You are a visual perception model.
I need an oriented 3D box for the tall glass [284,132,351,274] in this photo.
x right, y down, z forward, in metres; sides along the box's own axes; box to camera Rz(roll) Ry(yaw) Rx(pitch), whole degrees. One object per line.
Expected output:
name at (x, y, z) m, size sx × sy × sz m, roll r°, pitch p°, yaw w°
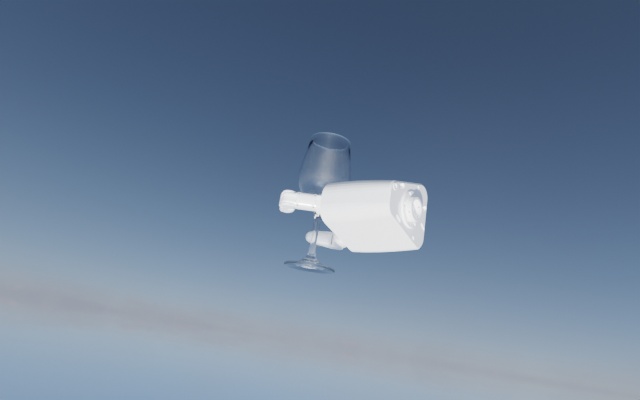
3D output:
tall glass at (0.000, 0.003, 0.708) m, size 0.079 × 0.201 × 0.079 m, roll 8°, pitch -17°, yaw 3°
